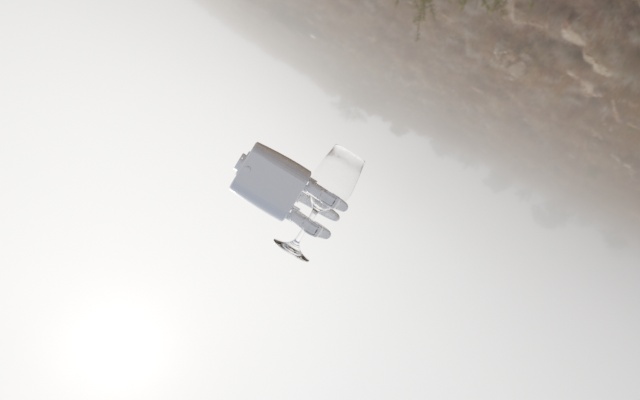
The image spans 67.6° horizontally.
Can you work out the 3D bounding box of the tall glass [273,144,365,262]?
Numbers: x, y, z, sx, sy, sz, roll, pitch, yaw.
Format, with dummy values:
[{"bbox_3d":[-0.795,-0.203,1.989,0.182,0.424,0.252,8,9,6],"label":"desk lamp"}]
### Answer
[{"bbox_3d":[0.000,0.003,0.829,0.079,0.201,0.079,32,3,-2],"label":"tall glass"}]
